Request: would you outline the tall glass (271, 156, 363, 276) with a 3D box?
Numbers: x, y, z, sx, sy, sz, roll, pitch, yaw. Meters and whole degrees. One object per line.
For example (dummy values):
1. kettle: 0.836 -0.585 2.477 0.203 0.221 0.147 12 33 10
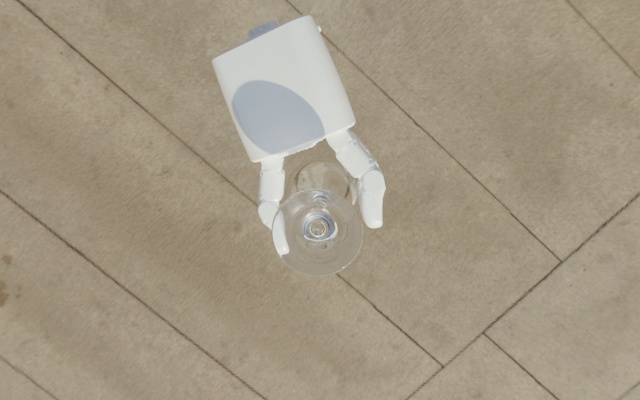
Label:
1. tall glass: 0.000 0.002 0.479 0.079 0.079 0.201 0 14 2
